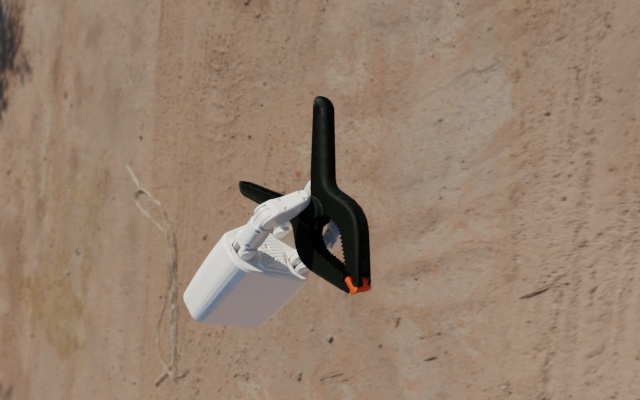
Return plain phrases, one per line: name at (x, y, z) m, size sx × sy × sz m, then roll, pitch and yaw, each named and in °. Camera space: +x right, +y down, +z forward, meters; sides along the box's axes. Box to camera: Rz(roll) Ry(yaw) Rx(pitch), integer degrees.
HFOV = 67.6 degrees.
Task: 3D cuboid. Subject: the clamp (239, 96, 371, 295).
clamp at (0.000, 0.002, 0.520) m, size 0.036 × 0.210 × 0.165 m, roll 1°, pitch -44°, yaw -50°
